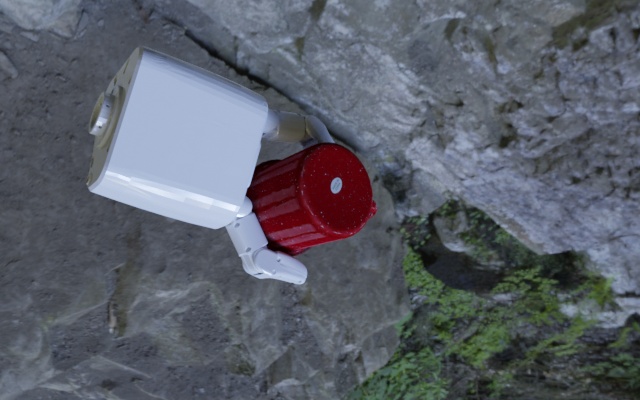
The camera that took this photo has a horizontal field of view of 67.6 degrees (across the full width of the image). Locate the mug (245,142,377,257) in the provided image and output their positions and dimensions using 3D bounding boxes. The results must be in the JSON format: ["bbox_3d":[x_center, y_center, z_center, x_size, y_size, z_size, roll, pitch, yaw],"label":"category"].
[{"bbox_3d":[0.001,0.002,0.424,0.117,0.093,0.081,18,-22,-35],"label":"mug"}]
